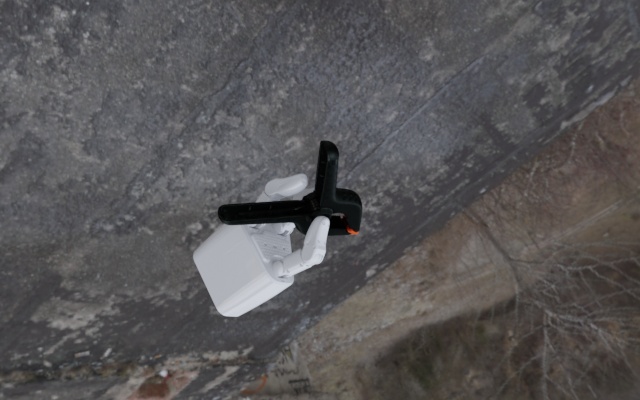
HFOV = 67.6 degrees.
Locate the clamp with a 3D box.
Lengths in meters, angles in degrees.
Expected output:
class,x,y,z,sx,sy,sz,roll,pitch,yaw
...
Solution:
class,x,y,z,sx,sy,sz,roll,pitch,yaw
clamp,0.000,0.003,0.602,0.164,0.036,0.210,-34,-32,26
